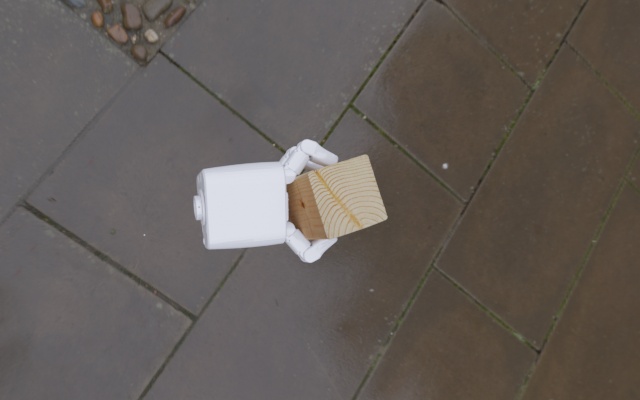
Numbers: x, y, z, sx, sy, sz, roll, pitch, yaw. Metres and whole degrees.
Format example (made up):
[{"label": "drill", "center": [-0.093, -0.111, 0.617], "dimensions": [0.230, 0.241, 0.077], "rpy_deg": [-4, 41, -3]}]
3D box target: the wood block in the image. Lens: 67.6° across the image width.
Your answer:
[{"label": "wood block", "center": [0.000, 0.003, 0.697], "dimensions": [0.090, 0.091, 0.206], "rpy_deg": [-18, 2, -20]}]
